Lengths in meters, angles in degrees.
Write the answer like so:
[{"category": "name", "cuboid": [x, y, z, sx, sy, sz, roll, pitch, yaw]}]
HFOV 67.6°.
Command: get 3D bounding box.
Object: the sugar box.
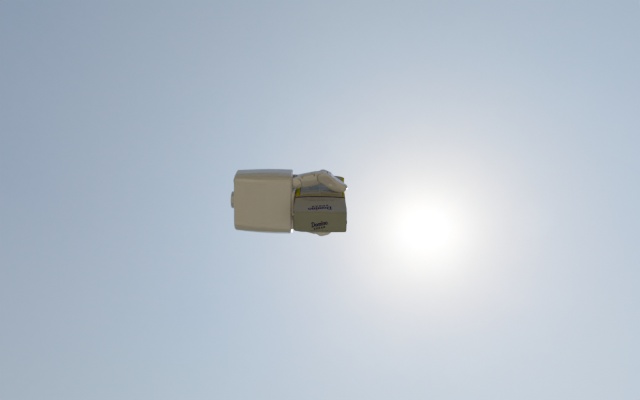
[{"category": "sugar box", "cuboid": [0.000, 0.003, 0.882, 0.093, 0.048, 0.176, 1, 25, 1]}]
